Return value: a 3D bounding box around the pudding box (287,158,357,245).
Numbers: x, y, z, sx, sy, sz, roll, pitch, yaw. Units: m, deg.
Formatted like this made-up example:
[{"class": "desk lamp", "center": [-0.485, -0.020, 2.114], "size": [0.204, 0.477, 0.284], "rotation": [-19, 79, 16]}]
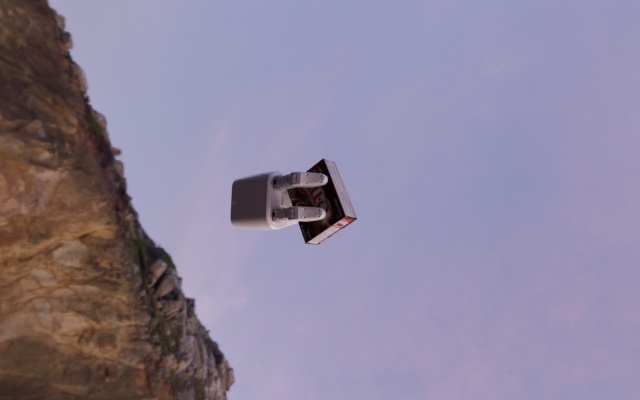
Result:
[{"class": "pudding box", "center": [0.000, 0.003, 0.775], "size": [0.090, 0.113, 0.039], "rotation": [-37, -28, 30]}]
